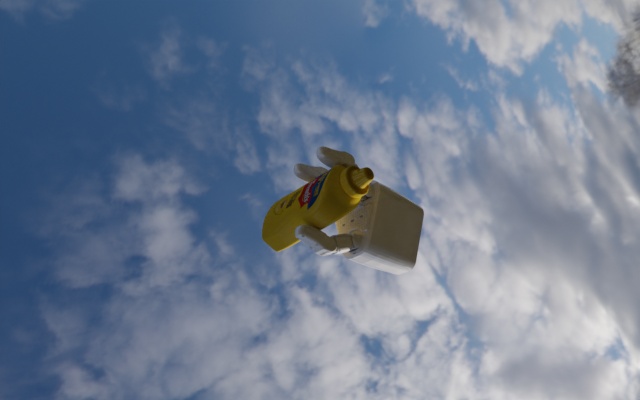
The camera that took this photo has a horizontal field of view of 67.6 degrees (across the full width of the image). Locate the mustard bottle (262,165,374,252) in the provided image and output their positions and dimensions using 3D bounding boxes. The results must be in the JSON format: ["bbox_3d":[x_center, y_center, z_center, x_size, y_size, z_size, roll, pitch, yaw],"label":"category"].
[{"bbox_3d":[0.000,0.002,0.653,0.192,0.058,0.096,-29,23,43],"label":"mustard bottle"}]
